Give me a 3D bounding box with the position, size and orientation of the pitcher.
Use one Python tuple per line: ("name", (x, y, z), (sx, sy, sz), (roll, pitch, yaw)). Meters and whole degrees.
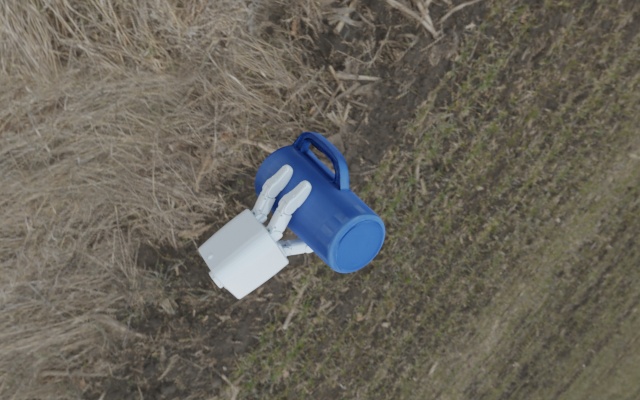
("pitcher", (0.000, 0.003, 0.804), (0.145, 0.149, 0.242), (-37, 44, -11))
